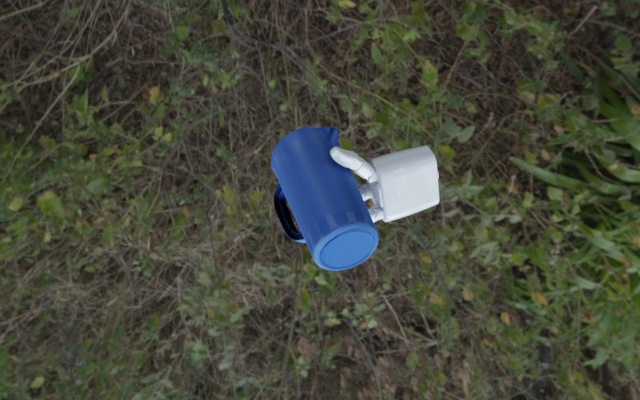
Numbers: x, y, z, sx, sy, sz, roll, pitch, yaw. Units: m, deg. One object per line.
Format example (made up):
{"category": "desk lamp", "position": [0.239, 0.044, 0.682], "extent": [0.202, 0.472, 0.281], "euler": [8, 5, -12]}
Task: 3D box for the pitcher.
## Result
{"category": "pitcher", "position": [0.000, 0.003, 0.813], "extent": [0.145, 0.149, 0.242], "euler": [-15, 47, -9]}
